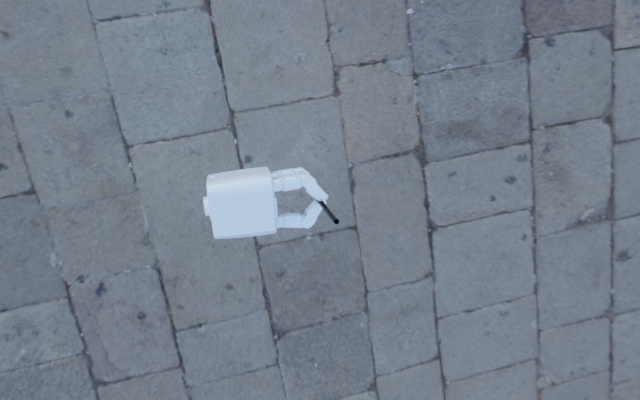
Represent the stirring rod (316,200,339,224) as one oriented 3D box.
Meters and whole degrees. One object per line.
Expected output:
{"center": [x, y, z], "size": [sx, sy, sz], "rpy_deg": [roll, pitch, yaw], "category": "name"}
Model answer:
{"center": [0.000, 0.003, 0.806], "size": [0.011, 0.011, 0.239], "rpy_deg": [0, 13, -11], "category": "stirring rod"}
